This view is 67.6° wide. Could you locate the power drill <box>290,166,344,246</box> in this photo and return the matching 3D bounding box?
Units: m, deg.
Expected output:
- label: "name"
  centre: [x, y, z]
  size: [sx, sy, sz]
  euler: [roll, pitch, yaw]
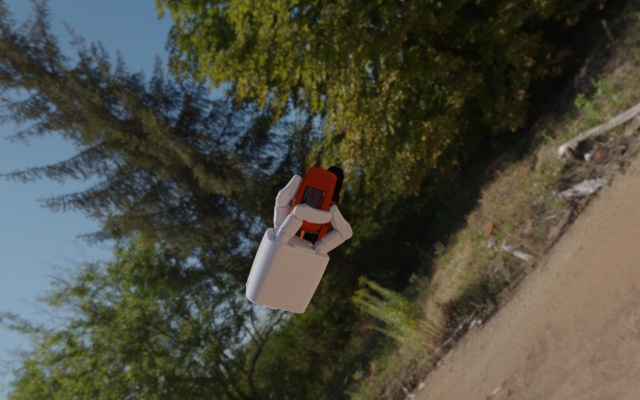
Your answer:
- label: "power drill"
  centre: [0.000, 0.003, 0.863]
  size: [0.057, 0.184, 0.188]
  euler: [16, -11, 9]
